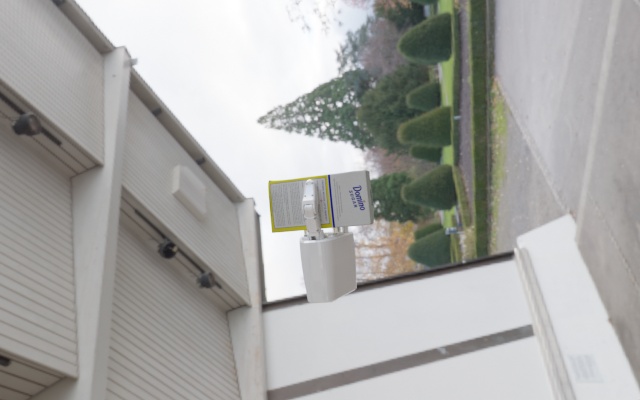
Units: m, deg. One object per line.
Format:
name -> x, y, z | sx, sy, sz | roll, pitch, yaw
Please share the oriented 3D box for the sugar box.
sugar box -> 0.000, 0.003, 0.819 | 0.176, 0.093, 0.048 | -5, 0, 14
